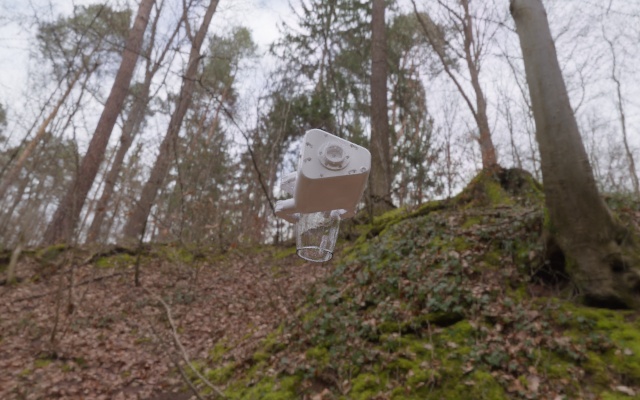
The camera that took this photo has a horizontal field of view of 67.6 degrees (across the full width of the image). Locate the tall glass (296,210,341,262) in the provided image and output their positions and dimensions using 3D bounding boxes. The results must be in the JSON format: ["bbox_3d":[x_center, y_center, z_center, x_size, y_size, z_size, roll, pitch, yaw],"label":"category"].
[{"bbox_3d":[0.000,0.002,0.835,0.079,0.201,0.079,5,-28,3],"label":"tall glass"}]
